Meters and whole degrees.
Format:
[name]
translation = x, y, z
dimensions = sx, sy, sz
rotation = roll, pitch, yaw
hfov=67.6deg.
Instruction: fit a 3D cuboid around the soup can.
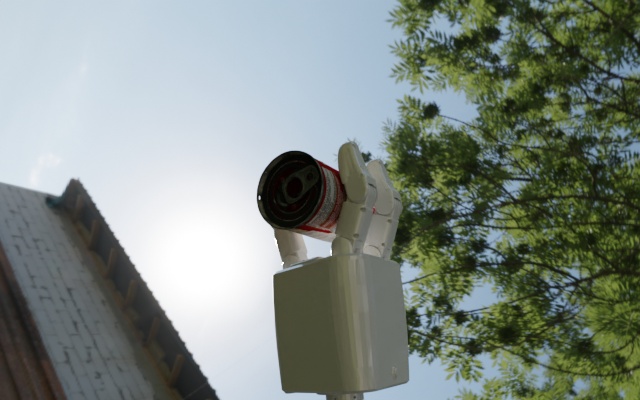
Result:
[soup can]
translation = 0.000, 0.001, 0.437
dimensions = 0.068, 0.068, 0.102
rotation = 0, -12, 33
